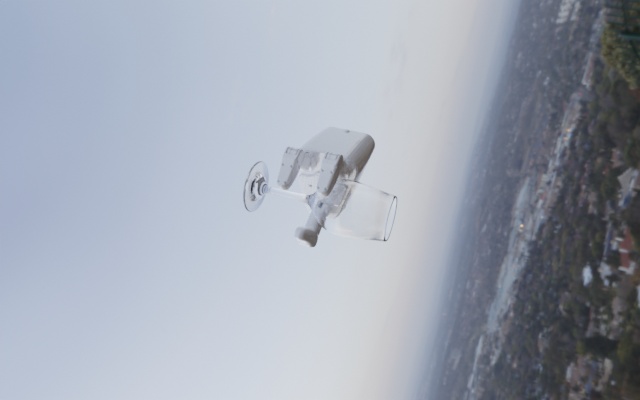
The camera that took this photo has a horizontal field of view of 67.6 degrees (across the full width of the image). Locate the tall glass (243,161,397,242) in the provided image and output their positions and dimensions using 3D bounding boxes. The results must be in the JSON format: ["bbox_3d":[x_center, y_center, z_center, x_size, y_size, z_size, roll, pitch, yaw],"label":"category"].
[{"bbox_3d":[-0.001,0.002,0.654,0.201,0.079,0.079,14,4,17],"label":"tall glass"}]
